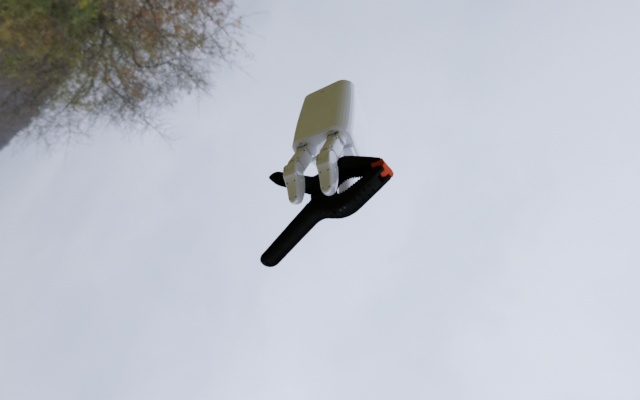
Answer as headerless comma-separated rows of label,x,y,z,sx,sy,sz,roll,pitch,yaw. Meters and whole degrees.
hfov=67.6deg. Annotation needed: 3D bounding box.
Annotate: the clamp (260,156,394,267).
clamp,0.001,0.002,0.653,0.210,0.164,0.036,-17,-41,32
